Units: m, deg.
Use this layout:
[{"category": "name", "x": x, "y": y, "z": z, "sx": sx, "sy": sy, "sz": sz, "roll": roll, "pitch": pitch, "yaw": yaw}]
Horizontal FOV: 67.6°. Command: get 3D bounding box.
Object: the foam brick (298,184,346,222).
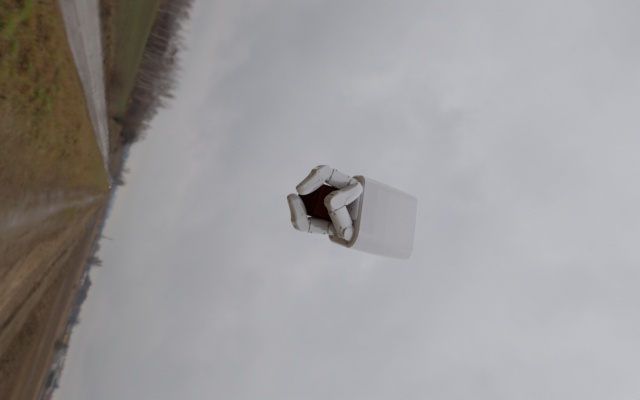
[{"category": "foam brick", "x": 0.000, "y": 0.002, "z": 0.745, "sx": 0.051, "sy": 0.053, "sz": 0.078, "roll": 16, "pitch": -2, "yaw": -23}]
